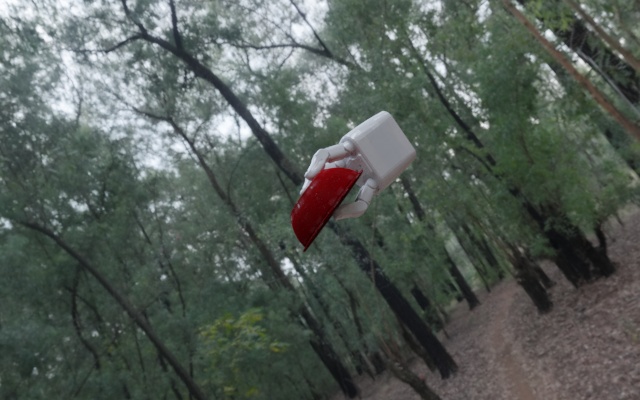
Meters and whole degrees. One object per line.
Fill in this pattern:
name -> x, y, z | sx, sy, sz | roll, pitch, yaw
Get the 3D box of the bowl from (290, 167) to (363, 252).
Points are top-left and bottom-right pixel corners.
bowl -> -0.001, 0.003, 0.765 | 0.055, 0.162, 0.162 | 36, 2, 3
